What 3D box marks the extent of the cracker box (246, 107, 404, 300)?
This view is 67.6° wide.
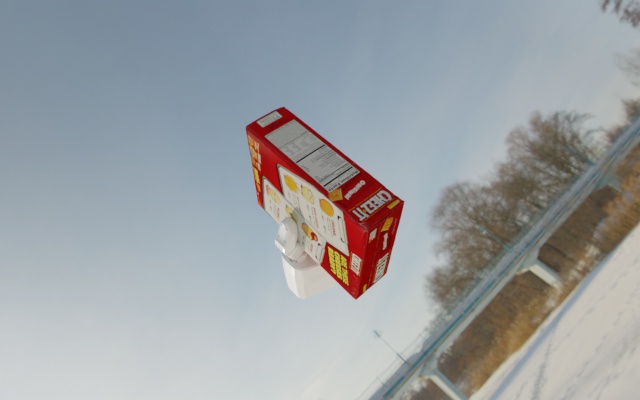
[{"bbox_3d":[0.000,0.002,0.620,0.072,0.164,0.213,-36,61,-25],"label":"cracker box"}]
